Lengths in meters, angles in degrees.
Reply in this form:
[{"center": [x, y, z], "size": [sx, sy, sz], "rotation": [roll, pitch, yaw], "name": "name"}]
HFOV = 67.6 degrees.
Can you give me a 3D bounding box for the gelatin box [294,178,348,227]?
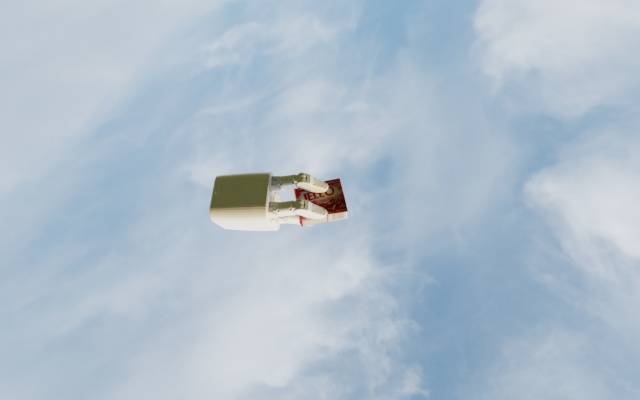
[{"center": [0.000, 0.003, 0.869], "size": [0.089, 0.073, 0.030], "rotation": [-10, -31, -4], "name": "gelatin box"}]
